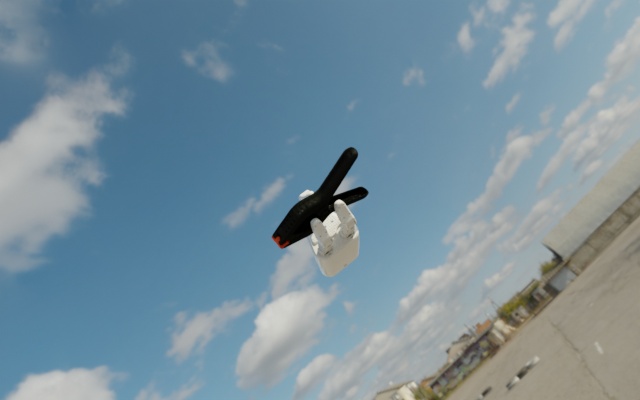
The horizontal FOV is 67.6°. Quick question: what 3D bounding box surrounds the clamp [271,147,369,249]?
[{"bbox_3d":[-0.001,0.003,0.846,0.210,0.036,0.165,-37,-29,-14],"label":"clamp"}]
